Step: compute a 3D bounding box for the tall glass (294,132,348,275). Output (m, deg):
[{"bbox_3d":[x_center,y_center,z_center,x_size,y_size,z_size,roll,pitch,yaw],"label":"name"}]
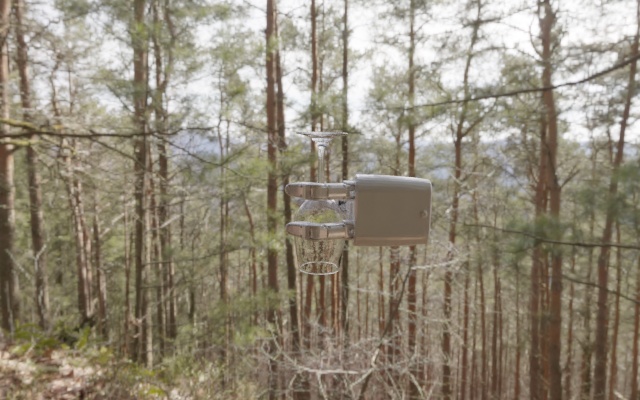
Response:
[{"bbox_3d":[0.000,0.002,0.693,0.079,0.201,0.079,2,8,0],"label":"tall glass"}]
